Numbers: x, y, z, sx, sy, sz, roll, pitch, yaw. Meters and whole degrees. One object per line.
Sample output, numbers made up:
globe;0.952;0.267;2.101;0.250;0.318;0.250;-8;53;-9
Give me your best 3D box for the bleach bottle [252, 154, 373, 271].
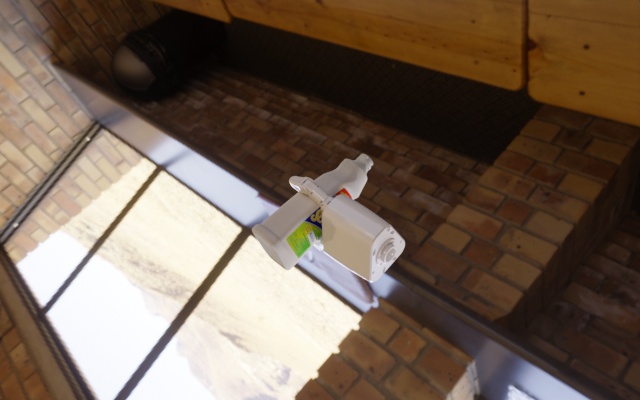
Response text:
bleach bottle;0.000;0.003;0.840;0.068;0.250;0.103;31;-23;36
